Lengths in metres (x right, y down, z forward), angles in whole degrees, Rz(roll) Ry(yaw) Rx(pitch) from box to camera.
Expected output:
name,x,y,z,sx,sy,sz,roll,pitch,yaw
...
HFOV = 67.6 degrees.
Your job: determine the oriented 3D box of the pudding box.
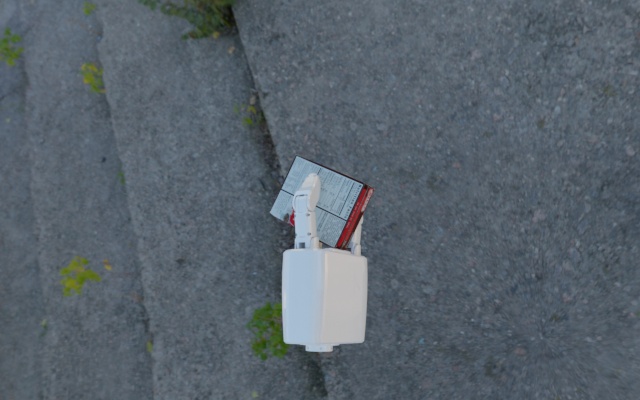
name,x,y,z,sx,sy,sz,roll,pitch,yaw
pudding box,0.000,0.002,0.610,0.113,0.090,0.039,26,0,27
